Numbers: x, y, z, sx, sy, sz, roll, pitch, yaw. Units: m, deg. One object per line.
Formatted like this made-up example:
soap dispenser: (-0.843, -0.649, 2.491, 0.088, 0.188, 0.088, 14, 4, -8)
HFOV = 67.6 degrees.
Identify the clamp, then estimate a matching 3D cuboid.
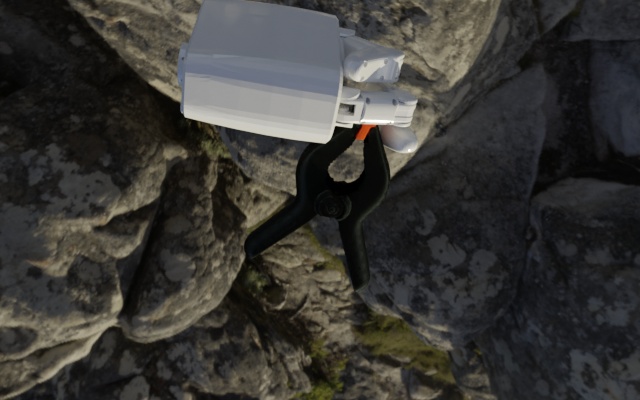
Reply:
clamp: (0.000, 0.002, 0.412, 0.120, 0.171, 0.039, 8, 27, -8)
